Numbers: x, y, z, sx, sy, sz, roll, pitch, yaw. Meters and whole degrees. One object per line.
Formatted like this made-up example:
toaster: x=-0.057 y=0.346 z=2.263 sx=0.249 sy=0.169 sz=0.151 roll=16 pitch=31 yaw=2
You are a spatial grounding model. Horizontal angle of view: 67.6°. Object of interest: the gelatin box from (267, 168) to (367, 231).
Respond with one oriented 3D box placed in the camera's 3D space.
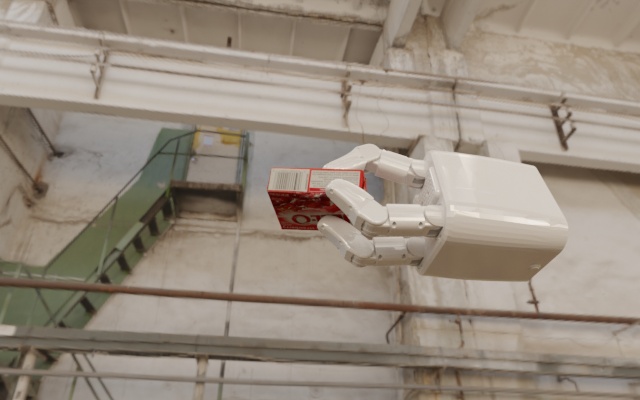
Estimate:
gelatin box: x=0.000 y=0.001 z=0.456 sx=0.089 sy=0.030 sz=0.073 roll=2 pitch=-31 yaw=9
